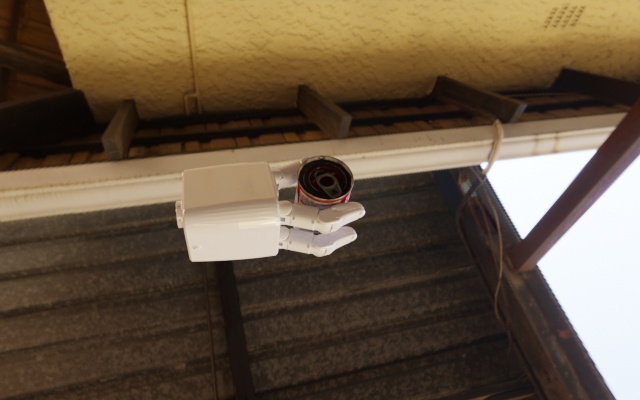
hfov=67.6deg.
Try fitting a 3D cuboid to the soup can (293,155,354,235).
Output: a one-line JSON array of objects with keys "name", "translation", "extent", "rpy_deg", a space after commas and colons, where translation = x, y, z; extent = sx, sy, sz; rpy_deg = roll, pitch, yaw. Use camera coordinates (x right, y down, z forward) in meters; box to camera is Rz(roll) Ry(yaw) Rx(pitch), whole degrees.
[{"name": "soup can", "translation": [0.001, 0.002, 0.605], "extent": [0.068, 0.068, 0.102], "rpy_deg": [0, -36, -8]}]
